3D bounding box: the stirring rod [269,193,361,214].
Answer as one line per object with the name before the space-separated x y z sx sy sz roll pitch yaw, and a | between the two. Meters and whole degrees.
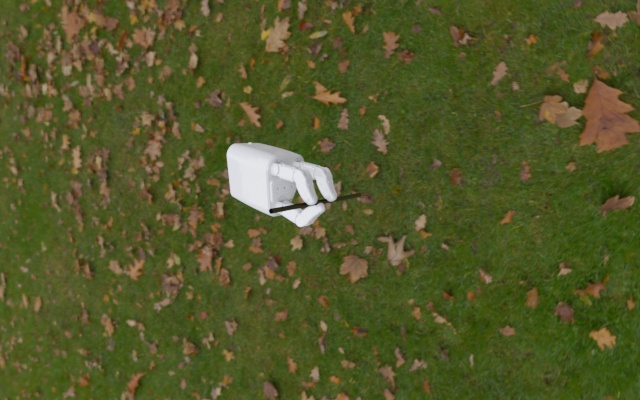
stirring rod | 0.000 0.003 0.789 0.011 0.011 0.239 0 6 37
